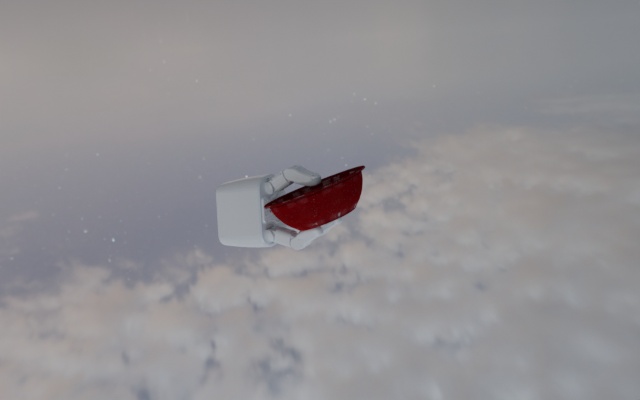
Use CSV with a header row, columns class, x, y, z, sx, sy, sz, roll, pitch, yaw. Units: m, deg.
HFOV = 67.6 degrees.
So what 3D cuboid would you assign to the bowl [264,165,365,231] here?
class,x,y,z,sx,sy,sz,roll,pitch,yaw
bowl,0.001,0.003,0.709,0.162,0.055,0.162,-22,5,2
